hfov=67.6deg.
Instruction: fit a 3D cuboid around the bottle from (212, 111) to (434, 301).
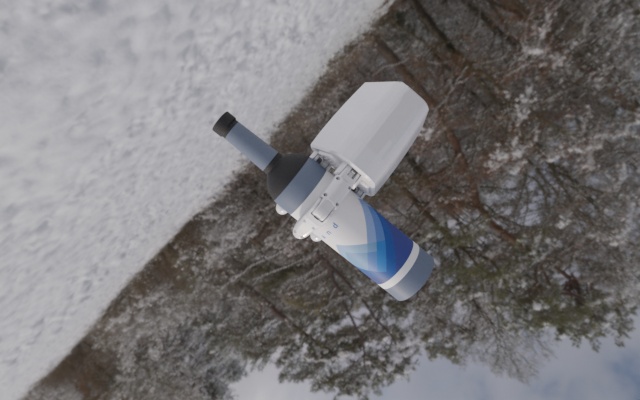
[{"bbox_3d":[0.000,0.002,0.555,0.296,0.069,0.069,39,-6,-7],"label":"bottle"}]
